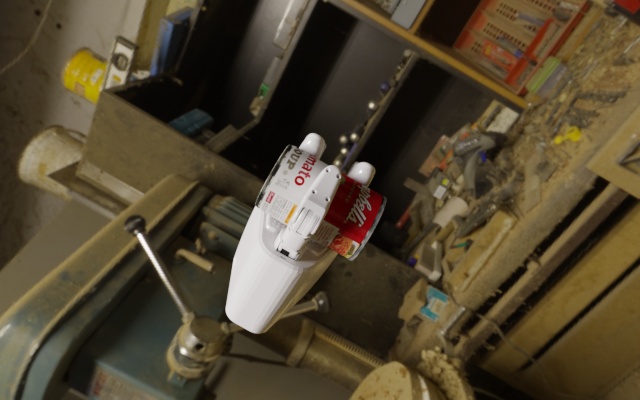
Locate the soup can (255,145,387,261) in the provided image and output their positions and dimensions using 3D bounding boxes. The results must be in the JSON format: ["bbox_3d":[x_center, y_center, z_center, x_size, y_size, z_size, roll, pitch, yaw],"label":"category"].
[{"bbox_3d":[0.000,0.001,0.441,0.102,0.068,0.068,30,-1,-2],"label":"soup can"}]
